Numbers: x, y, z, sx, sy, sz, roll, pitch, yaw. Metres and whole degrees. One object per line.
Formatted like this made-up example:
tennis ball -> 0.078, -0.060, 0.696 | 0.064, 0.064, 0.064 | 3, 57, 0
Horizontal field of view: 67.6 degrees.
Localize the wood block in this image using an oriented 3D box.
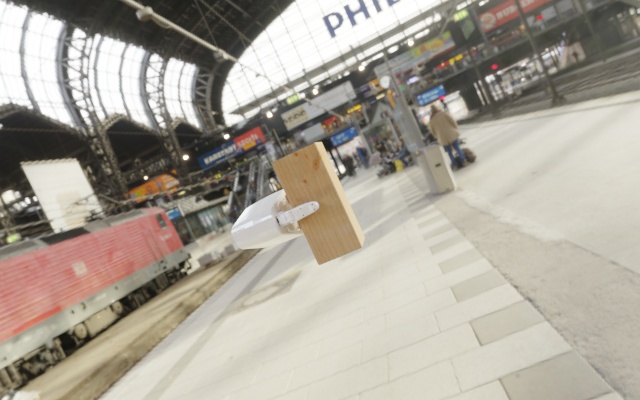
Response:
wood block -> 0.000, 0.003, 0.896 | 0.090, 0.206, 0.091 | -24, 4, 12
